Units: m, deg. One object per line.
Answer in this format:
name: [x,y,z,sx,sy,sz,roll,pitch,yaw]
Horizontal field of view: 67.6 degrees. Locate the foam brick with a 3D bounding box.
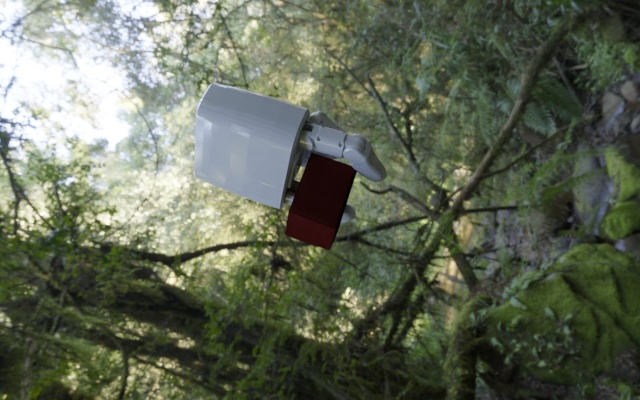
foam brick: [0.000,0.002,0.492,0.051,0.078,0.053,19,-32,1]
